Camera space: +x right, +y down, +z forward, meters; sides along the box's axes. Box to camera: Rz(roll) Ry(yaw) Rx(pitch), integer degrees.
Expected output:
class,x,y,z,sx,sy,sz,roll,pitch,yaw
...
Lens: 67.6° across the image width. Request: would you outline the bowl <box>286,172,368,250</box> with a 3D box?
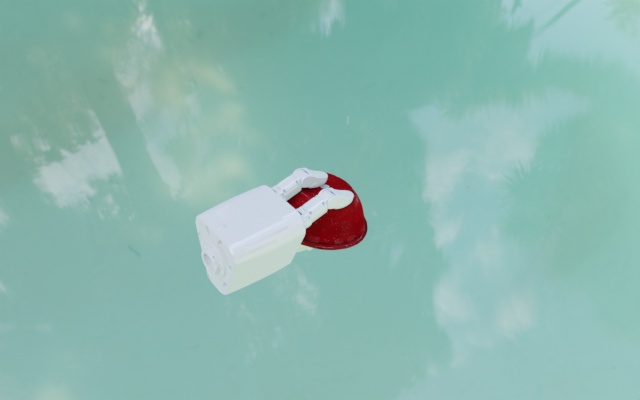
class,x,y,z,sx,sy,sz,roll,pitch,yaw
bowl,0.001,0.002,0.714,0.162,0.055,0.162,12,31,-7
